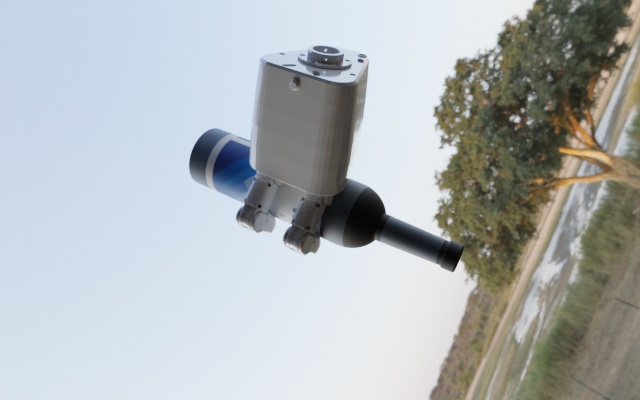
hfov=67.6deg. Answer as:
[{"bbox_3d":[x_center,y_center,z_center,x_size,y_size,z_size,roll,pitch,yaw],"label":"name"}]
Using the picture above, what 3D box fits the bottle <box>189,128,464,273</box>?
[{"bbox_3d":[0.000,0.002,0.490,0.295,0.069,0.069,22,8,21],"label":"bottle"}]
